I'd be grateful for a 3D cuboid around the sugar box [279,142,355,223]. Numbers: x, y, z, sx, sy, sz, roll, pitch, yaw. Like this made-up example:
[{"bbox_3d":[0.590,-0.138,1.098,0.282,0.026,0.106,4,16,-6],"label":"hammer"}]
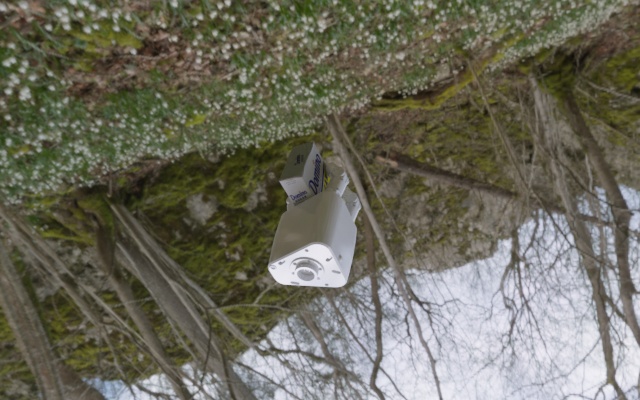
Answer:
[{"bbox_3d":[0.001,0.003,0.775,0.048,0.176,0.093,-11,37,22],"label":"sugar box"}]
